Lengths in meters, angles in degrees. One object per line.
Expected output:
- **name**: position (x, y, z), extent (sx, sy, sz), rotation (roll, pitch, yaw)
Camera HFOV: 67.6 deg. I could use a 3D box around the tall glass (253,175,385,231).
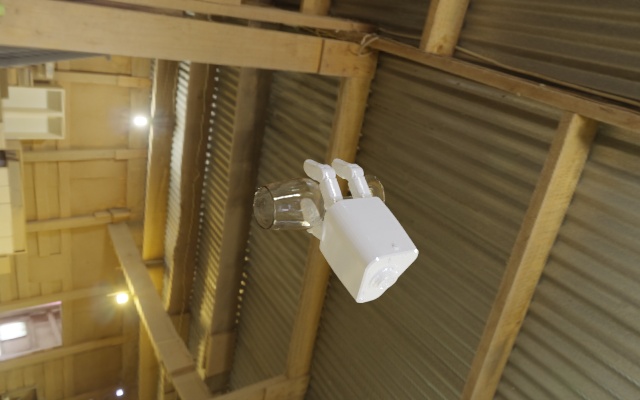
- **tall glass**: position (0.001, 0.002, 0.727), extent (0.201, 0.079, 0.079), rotation (-5, 3, -36)
